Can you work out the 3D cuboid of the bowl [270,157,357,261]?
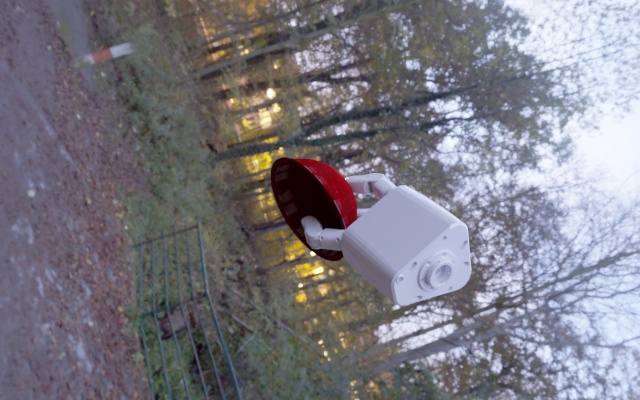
[{"bbox_3d":[0.000,0.001,0.664,0.055,0.162,0.162,-33,17,-28],"label":"bowl"}]
